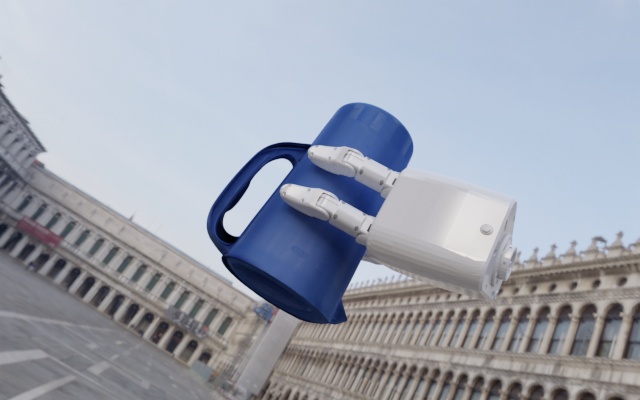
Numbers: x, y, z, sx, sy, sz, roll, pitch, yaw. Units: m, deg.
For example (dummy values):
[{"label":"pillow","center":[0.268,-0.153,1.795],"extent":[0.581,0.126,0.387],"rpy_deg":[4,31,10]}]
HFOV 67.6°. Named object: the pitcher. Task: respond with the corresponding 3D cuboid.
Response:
[{"label":"pitcher","center":[0.000,0.002,0.538],"extent":[0.145,0.242,0.149],"rpy_deg":[17,-27,33]}]
